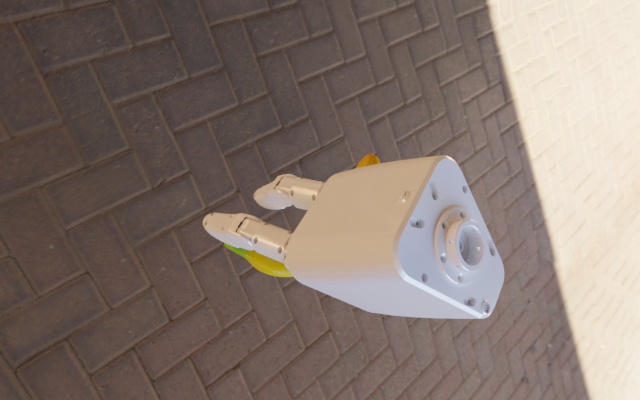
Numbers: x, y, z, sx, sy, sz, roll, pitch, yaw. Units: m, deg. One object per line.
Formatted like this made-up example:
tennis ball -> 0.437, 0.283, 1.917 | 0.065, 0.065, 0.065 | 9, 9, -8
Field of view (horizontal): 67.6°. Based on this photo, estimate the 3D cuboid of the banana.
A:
banana -> 0.006, 0.020, 0.459 | 0.197, 0.069, 0.037 | -31, 10, -36
